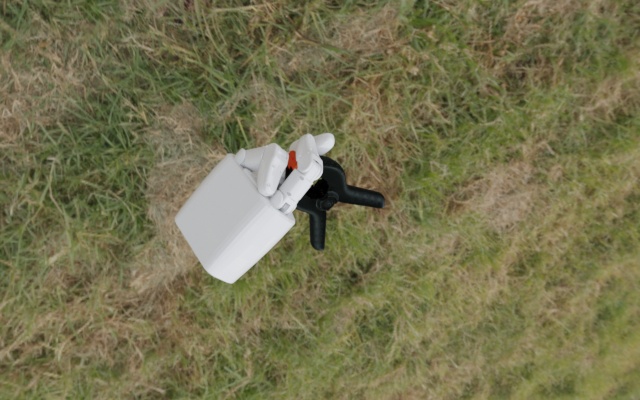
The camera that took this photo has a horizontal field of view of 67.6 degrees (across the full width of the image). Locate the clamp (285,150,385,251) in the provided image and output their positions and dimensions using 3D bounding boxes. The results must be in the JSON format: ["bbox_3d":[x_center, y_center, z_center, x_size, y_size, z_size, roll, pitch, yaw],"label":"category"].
[{"bbox_3d":[0.000,0.002,0.619,0.171,0.120,0.039,36,11,-42],"label":"clamp"}]
